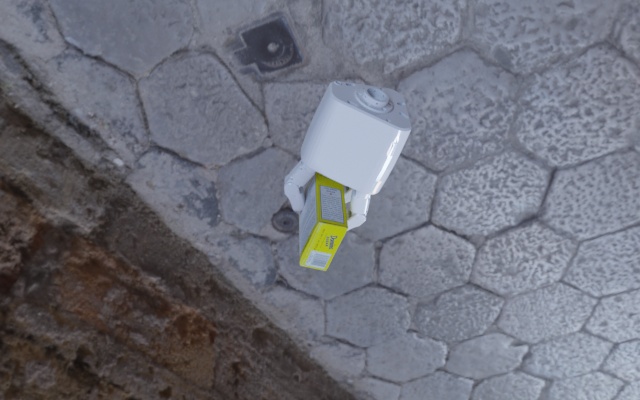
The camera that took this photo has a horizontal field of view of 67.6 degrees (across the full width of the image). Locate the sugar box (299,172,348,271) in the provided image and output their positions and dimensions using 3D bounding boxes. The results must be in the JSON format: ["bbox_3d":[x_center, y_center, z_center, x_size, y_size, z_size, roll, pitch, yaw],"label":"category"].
[{"bbox_3d":[0.001,0.002,0.684,0.048,0.093,0.176,14,42,-12],"label":"sugar box"}]
